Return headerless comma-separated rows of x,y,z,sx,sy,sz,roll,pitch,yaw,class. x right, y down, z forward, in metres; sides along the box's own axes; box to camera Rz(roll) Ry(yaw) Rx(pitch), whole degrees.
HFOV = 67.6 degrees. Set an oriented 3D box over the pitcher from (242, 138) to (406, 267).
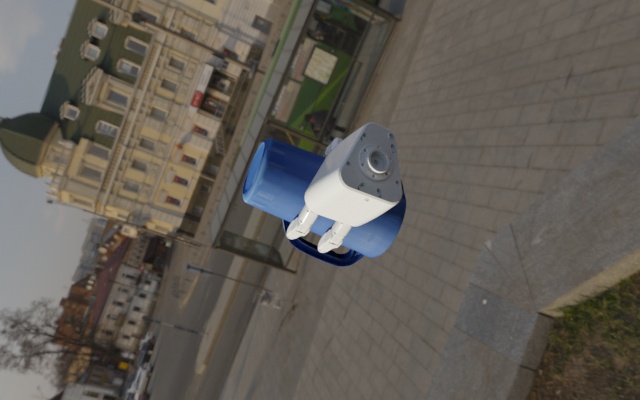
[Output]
0.000,0.002,0.769,0.243,0.149,0.145,21,-24,-17,pitcher
